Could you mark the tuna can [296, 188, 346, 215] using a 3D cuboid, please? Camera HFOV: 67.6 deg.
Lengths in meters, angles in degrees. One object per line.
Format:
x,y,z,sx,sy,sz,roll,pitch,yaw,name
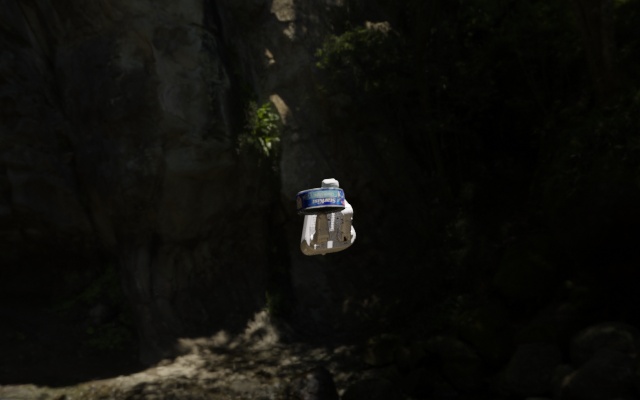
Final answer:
0.000,0.002,0.835,0.086,0.033,0.086,-5,-10,-1,tuna can
